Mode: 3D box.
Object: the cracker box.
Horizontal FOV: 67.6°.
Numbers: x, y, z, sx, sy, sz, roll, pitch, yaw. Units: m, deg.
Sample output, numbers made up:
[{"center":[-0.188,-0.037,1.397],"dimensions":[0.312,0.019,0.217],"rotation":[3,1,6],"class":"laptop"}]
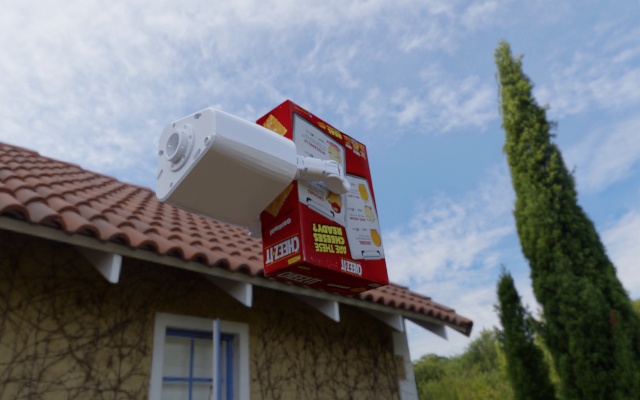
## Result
[{"center":[0.000,0.002,0.610],"dimensions":[0.072,0.213,0.164],"rotation":[-25,-32,34],"class":"cracker box"}]
